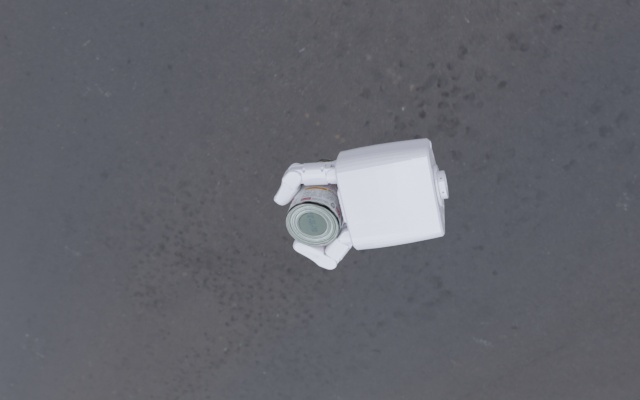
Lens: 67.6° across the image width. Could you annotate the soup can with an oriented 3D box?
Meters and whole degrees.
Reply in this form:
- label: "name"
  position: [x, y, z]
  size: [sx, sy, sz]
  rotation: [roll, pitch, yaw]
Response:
- label: "soup can"
  position: [0.000, 0.002, 0.604]
  size: [0.068, 0.068, 0.102]
  rotation: [0, 34, 13]
